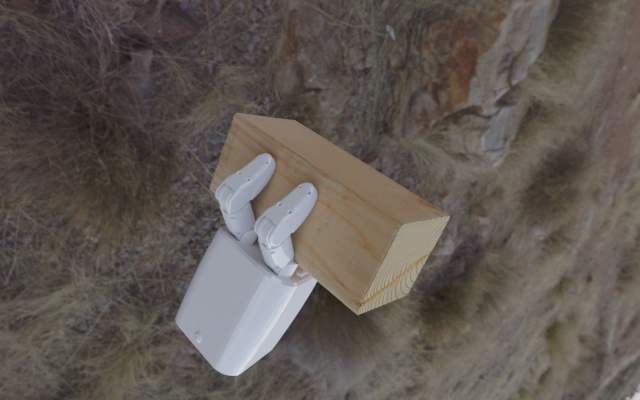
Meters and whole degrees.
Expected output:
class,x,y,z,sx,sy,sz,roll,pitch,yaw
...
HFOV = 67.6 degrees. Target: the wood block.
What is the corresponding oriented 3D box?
class,x,y,z,sx,sy,sz,roll,pitch,yaw
wood block,0.000,0.002,0.453,0.206,0.090,0.091,36,23,31
